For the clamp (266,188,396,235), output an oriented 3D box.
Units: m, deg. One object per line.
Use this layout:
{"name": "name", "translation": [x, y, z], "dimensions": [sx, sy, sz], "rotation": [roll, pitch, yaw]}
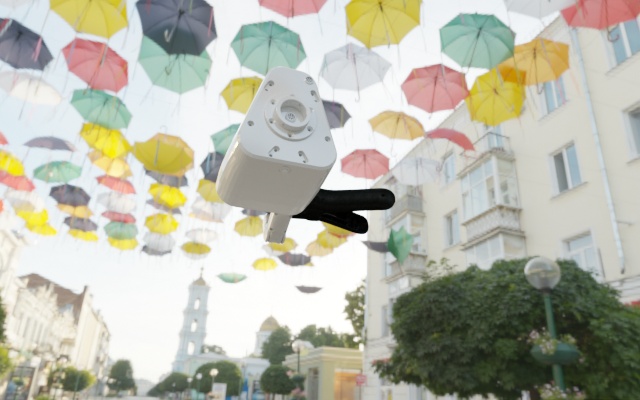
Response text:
{"name": "clamp", "translation": [0.000, 0.001, 0.562], "dimensions": [0.171, 0.039, 0.120], "rotation": [10, -28, -17]}
